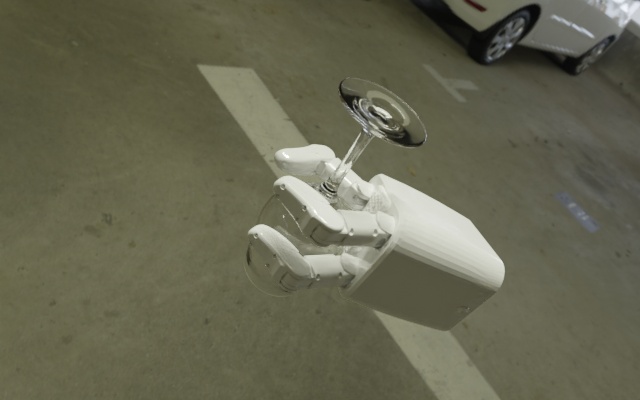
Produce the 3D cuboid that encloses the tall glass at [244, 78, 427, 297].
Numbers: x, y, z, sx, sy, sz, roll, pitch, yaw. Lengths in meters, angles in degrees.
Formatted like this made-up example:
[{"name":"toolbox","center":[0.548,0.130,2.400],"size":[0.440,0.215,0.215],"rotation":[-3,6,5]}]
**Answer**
[{"name":"tall glass","center":[0.000,0.001,0.401],"size":[0.079,0.079,0.201],"rotation":[0,-41,-38]}]
